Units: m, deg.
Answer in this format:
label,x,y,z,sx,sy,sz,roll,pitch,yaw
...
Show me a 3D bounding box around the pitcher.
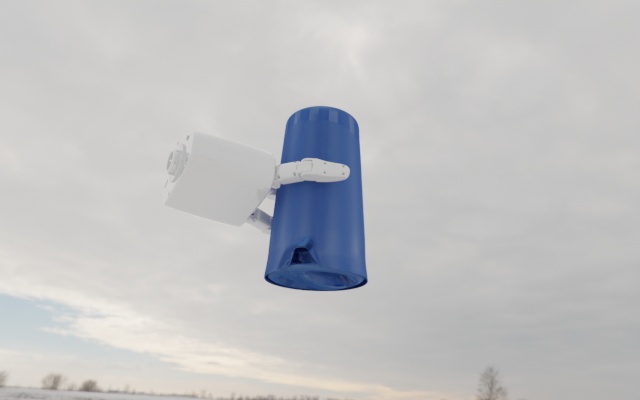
label,x,y,z,sx,sy,sz,roll,pitch,yaw
pitcher,0.000,0.002,0.665,0.145,0.242,0.149,15,-26,-28
